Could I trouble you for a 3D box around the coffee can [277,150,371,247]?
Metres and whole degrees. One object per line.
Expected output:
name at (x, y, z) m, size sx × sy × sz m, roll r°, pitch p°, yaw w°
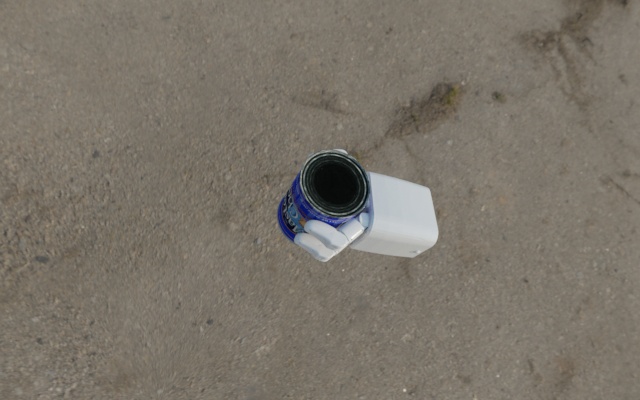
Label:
coffee can at (0.000, 0.002, 0.708) m, size 0.103 × 0.102 × 0.140 m, roll 0°, pitch -22°, yaw -19°
